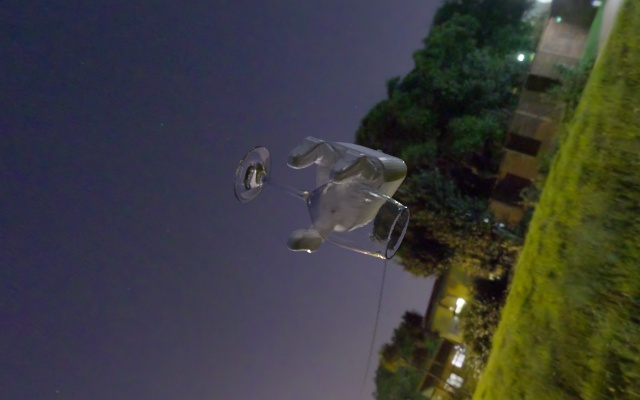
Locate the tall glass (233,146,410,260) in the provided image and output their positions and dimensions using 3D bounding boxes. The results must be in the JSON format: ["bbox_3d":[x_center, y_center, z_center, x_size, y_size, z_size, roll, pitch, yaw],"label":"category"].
[{"bbox_3d":[-0.001,0.002,0.556,0.201,0.079,0.079,22,9,24],"label":"tall glass"}]
